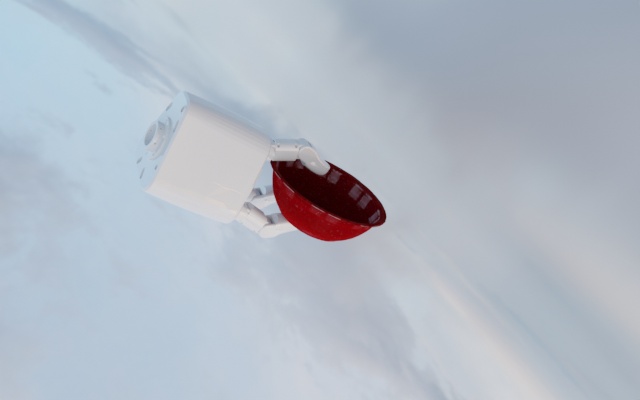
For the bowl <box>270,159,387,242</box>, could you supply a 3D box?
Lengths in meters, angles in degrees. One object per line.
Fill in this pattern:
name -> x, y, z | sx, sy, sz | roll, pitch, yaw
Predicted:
bowl -> 0.001, 0.003, 0.600 | 0.162, 0.055, 0.162 | 25, 23, -11
